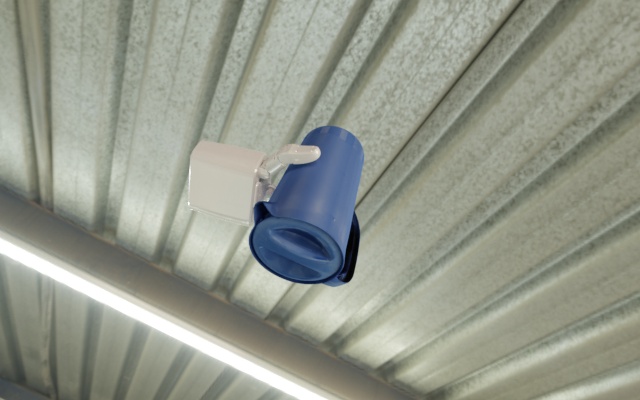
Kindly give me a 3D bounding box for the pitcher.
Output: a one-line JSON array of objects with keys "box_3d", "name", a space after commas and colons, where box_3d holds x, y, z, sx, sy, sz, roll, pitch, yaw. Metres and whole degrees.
[{"box_3d": [0.000, 0.002, 0.723, 0.145, 0.149, 0.242, 12, 44, 8], "name": "pitcher"}]
